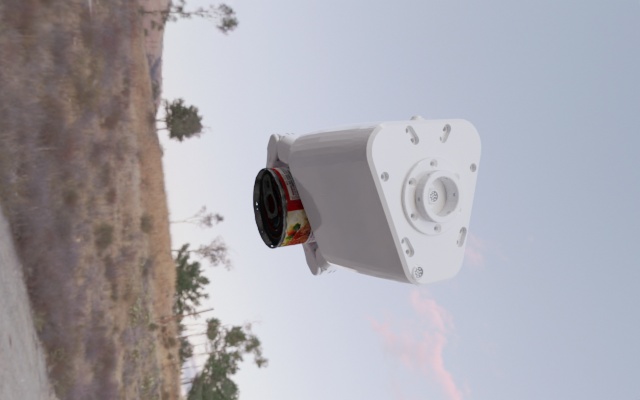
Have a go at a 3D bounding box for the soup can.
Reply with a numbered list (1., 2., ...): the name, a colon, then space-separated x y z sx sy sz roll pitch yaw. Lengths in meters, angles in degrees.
1. soup can: 0.000 0.001 0.421 0.102 0.068 0.068 -7 3 -28
